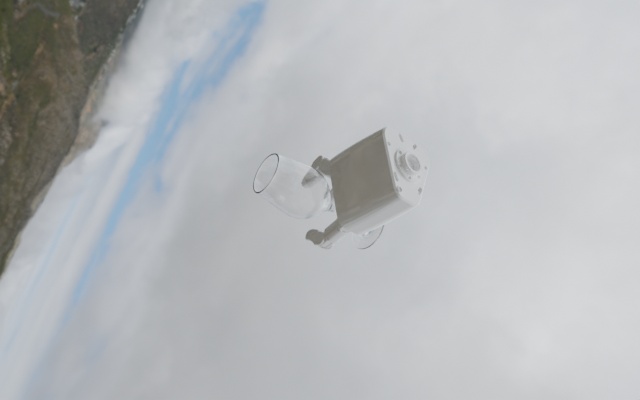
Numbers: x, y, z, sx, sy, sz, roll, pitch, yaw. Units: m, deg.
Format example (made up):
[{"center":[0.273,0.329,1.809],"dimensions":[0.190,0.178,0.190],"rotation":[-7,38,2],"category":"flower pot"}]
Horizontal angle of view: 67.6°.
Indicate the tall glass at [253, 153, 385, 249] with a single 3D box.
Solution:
[{"center":[0.001,0.003,0.709],"dimensions":[0.201,0.079,0.079],"rotation":[28,-15,-30],"category":"tall glass"}]
